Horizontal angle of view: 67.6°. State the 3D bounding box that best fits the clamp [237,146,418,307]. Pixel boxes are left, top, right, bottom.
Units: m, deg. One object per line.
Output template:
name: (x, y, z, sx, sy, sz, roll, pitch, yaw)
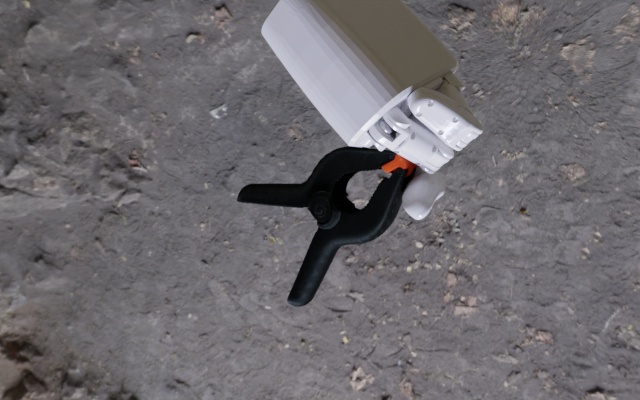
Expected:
clamp: (0.000, 0.001, 0.402, 0.171, 0.120, 0.039, -43, -9, 27)
